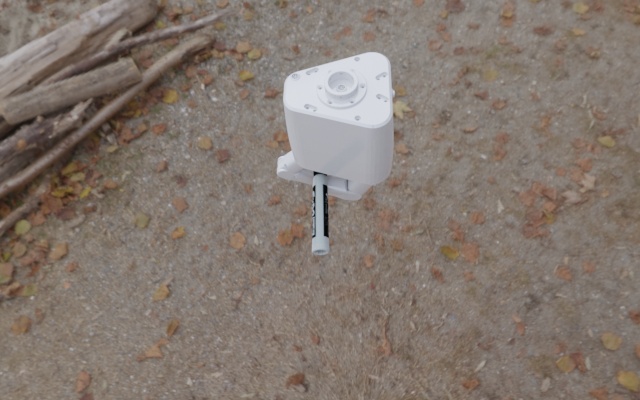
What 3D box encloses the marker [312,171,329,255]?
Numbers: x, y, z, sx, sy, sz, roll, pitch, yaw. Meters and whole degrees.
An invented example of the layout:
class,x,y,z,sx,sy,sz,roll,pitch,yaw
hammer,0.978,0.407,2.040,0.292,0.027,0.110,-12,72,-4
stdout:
class,x,y,z,sx,sy,sz,roll,pitch,yaw
marker,0.000,0.002,0.540,0.020,0.121,0.020,0,-26,0
